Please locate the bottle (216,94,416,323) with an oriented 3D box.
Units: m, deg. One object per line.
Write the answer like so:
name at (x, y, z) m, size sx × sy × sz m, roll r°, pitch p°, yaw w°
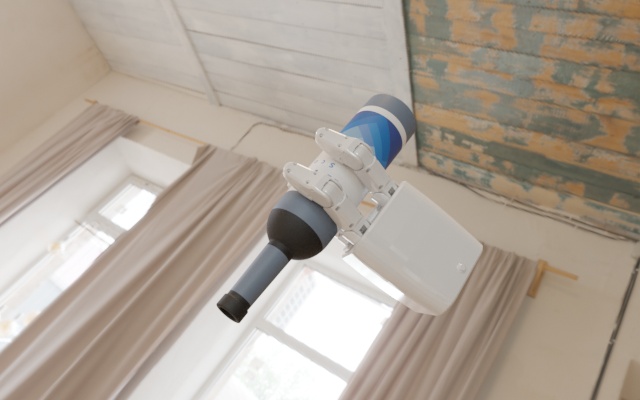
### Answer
bottle at (0.000, 0.001, 0.495) m, size 0.069 × 0.069 × 0.295 m, roll 0°, pitch 43°, yaw 51°
